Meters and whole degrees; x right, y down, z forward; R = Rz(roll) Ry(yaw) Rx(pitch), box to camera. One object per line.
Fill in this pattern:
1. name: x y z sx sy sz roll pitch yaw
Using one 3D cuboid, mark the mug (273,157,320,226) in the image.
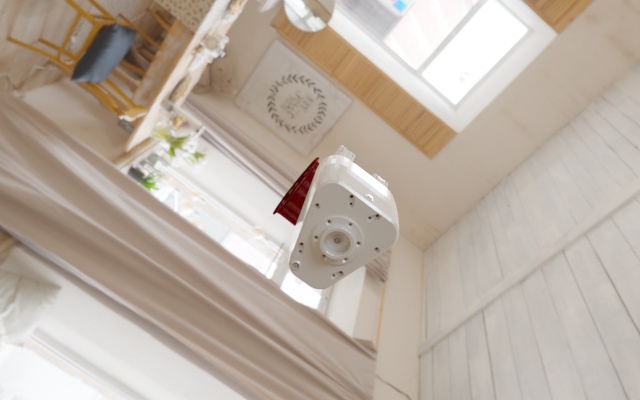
1. mug: 0.000 0.002 0.622 0.081 0.093 0.117 38 17 -7
